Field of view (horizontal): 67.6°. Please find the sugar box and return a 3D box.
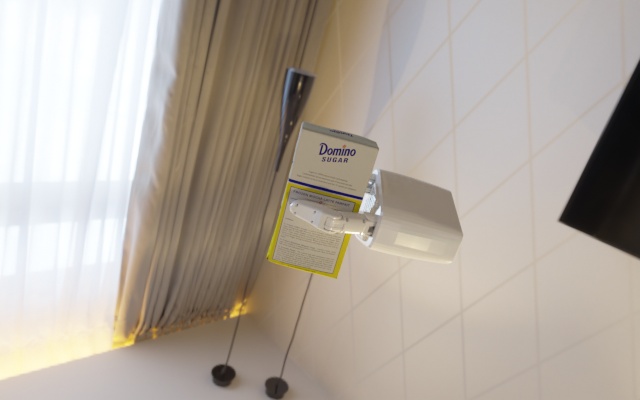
[{"bbox_3d":[0.000,0.002,0.578,0.093,0.176,0.048,15,19,-5],"label":"sugar box"}]
